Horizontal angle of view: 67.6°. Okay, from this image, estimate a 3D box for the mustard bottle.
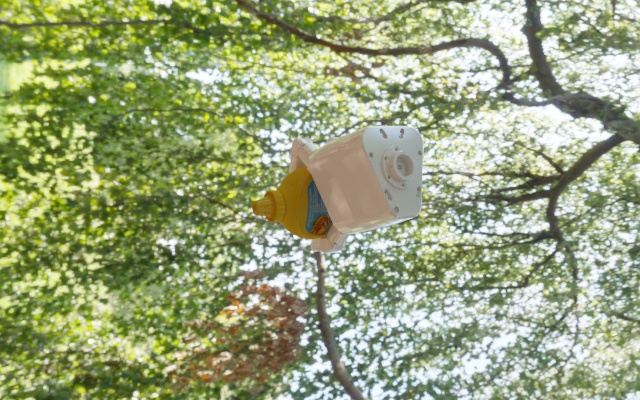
[{"bbox_3d":[0.000,0.002,0.635,0.191,0.096,0.058,-5,17,-33],"label":"mustard bottle"}]
